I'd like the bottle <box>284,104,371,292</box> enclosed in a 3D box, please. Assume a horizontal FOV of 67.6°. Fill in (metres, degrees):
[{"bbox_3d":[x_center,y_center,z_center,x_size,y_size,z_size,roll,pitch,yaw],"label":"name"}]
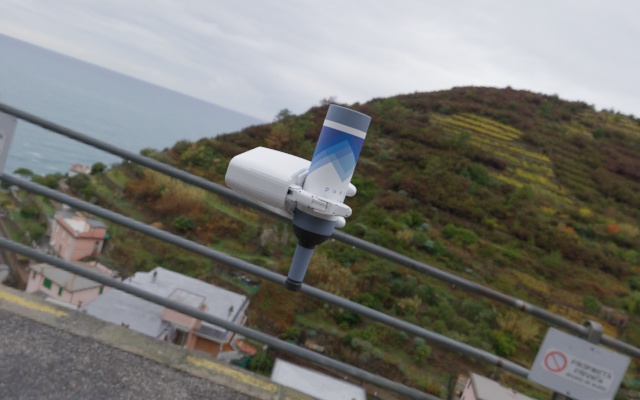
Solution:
[{"bbox_3d":[0.000,0.002,0.746,0.069,0.296,0.069,18,8,-2],"label":"bottle"}]
